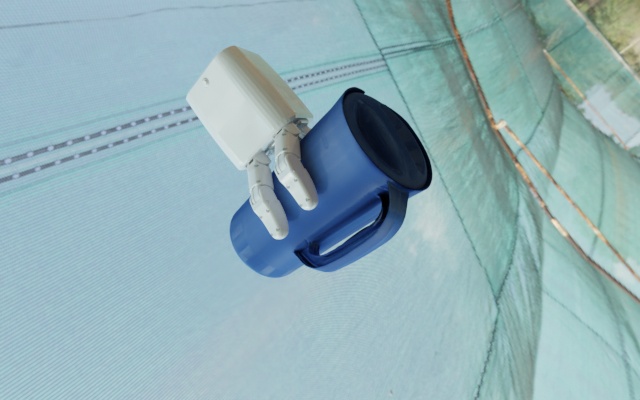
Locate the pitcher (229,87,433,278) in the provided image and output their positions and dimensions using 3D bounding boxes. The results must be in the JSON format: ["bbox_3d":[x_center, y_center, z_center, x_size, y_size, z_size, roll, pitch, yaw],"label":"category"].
[{"bbox_3d":[0.000,0.002,0.554,0.243,0.145,0.149,-40,-2,34],"label":"pitcher"}]
